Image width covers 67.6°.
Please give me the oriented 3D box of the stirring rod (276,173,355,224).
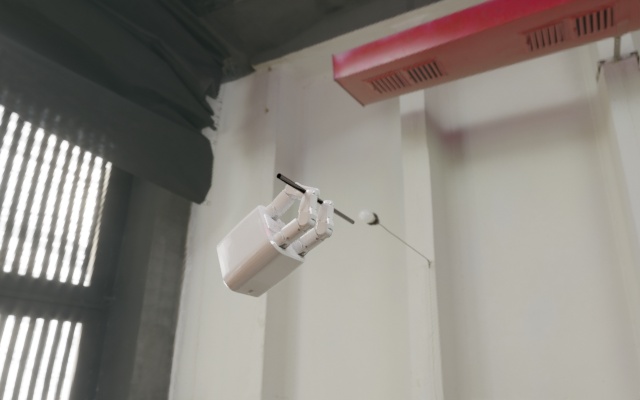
[{"bbox_3d":[0.000,0.003,0.767,0.011,0.011,0.240,0,-18,31],"label":"stirring rod"}]
